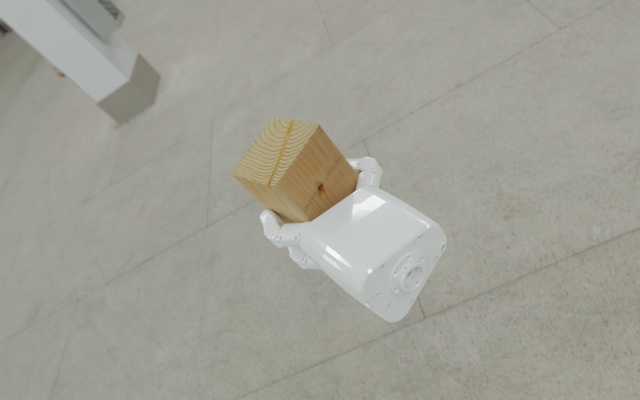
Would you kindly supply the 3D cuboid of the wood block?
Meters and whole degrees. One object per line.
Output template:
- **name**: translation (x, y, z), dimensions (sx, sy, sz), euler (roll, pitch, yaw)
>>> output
- **wood block**: translation (0.000, 0.002, 0.599), dimensions (0.090, 0.090, 0.206), euler (17, -24, 46)
